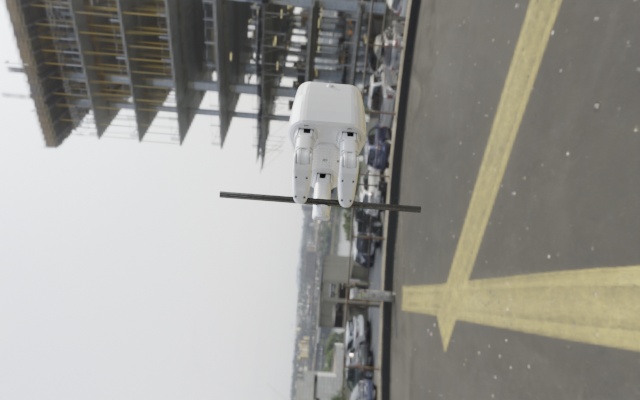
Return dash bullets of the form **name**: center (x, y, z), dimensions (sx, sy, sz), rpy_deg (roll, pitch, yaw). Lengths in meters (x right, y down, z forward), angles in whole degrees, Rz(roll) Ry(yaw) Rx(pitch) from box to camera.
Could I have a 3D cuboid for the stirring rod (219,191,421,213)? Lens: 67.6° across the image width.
- **stirring rod**: center (0.000, 0.002, 0.572), dimensions (0.239, 0.011, 0.011), rpy_deg (4, 0, -1)
